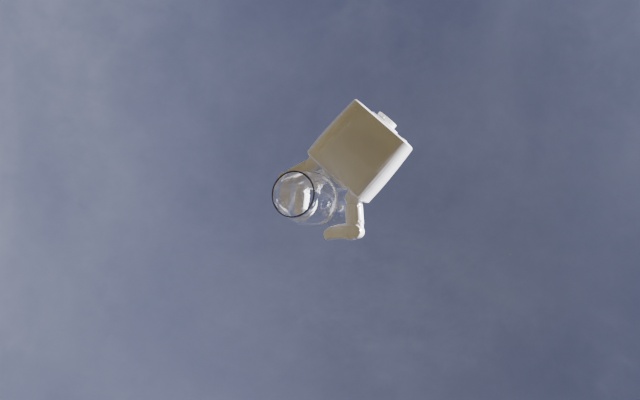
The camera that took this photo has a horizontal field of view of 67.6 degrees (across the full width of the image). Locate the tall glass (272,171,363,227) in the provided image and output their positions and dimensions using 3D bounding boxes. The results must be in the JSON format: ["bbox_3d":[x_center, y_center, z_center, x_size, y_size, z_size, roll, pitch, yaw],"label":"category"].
[{"bbox_3d":[0.000,0.003,0.709,0.079,0.079,0.201,0,-6,22],"label":"tall glass"}]
